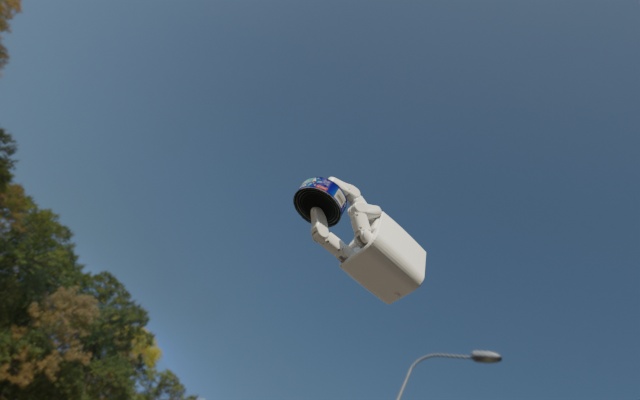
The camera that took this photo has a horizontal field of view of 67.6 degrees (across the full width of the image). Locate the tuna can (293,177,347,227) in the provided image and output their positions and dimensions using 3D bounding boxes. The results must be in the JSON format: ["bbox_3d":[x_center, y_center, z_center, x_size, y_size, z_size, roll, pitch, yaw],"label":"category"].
[{"bbox_3d":[0.000,0.002,0.797,0.086,0.086,0.033,0,39,30],"label":"tuna can"}]
